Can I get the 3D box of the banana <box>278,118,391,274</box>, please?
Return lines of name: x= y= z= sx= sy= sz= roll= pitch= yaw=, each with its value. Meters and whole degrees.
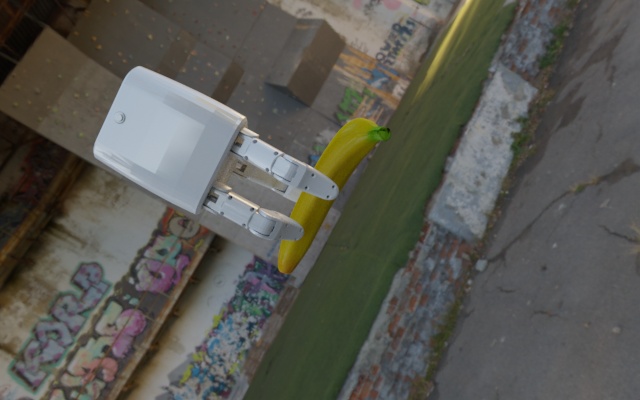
banana: x=0.004 y=-0.011 z=0.473 sx=0.037 sy=0.198 sz=0.069 roll=27 pitch=33 yaw=-8
